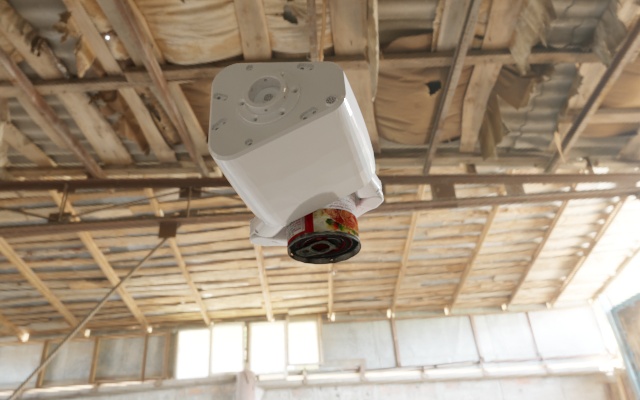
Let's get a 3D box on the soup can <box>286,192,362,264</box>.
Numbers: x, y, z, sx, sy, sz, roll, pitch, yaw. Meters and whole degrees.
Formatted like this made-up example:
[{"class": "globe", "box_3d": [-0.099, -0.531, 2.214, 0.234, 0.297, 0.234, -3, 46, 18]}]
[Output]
[{"class": "soup can", "box_3d": [0.000, 0.001, 0.459, 0.068, 0.102, 0.068, -3, -30, -2]}]
